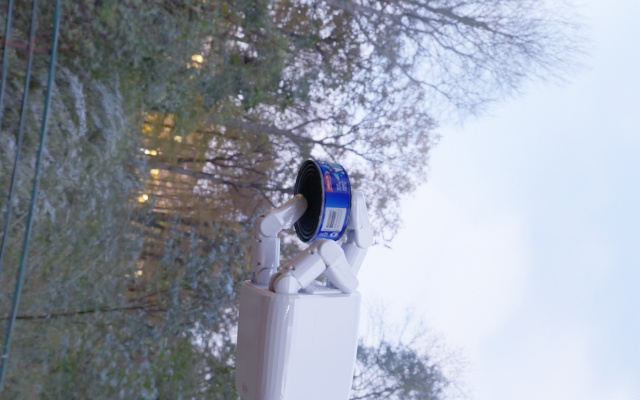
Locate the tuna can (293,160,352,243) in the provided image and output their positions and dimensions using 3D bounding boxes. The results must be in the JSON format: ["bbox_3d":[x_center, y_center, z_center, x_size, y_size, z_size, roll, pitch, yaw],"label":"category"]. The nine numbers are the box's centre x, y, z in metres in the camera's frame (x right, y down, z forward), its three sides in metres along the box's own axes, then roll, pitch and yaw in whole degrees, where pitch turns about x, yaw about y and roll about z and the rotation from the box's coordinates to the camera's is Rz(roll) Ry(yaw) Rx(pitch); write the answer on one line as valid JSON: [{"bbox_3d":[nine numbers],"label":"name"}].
[{"bbox_3d":[0.001,0.002,0.497,0.034,0.086,0.086,3,-1,-22],"label":"tuna can"}]
